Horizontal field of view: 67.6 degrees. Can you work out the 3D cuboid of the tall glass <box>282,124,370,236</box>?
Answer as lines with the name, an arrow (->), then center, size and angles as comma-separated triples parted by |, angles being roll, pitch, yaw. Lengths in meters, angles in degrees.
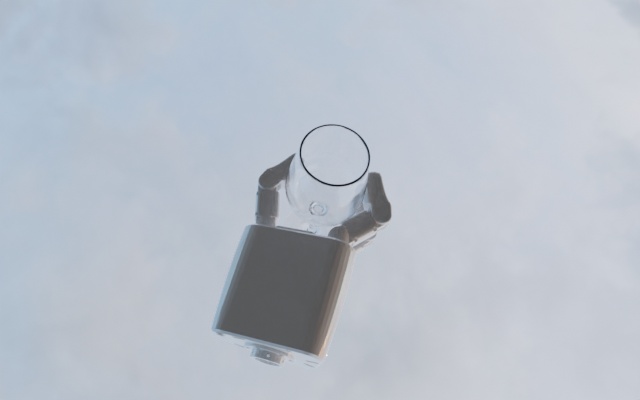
tall glass -> 0.000, 0.002, 0.497 | 0.079, 0.079, 0.201 | 0, -25, -8
